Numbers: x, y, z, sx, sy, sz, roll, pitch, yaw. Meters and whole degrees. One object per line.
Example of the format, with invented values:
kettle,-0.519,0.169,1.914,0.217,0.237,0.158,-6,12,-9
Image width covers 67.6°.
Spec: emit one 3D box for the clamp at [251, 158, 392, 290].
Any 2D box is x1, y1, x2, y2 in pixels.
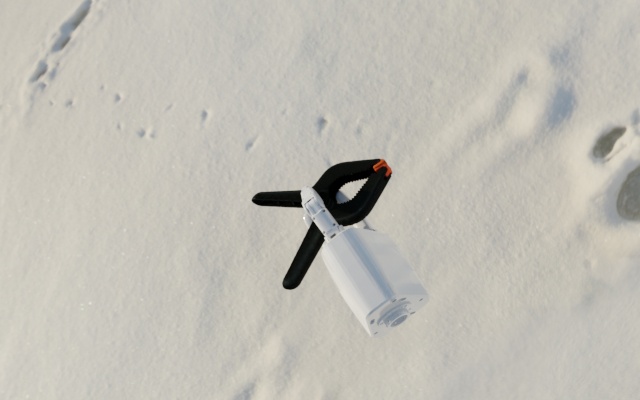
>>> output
clamp,0.000,0.002,0.666,0.210,0.164,0.036,-39,-34,7
